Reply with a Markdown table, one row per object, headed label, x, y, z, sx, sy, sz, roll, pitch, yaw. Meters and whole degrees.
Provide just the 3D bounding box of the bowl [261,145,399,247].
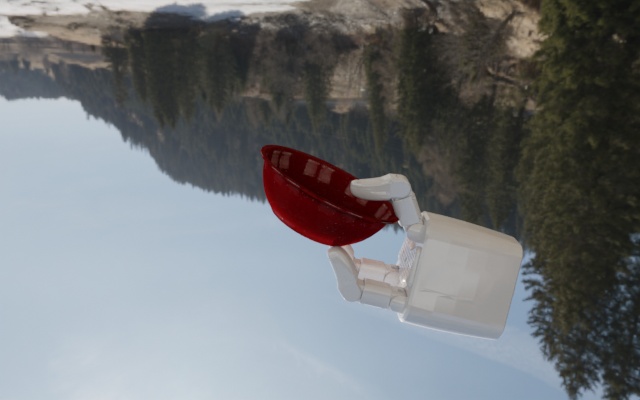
| label | x | y | z | sx | sy | sz | roll | pitch | yaw |
| --- | --- | --- | --- | --- | --- | --- | --- | --- | --- |
| bowl | -0.001 | 0.001 | 0.508 | 0.162 | 0.055 | 0.162 | 26 | 16 | -8 |
